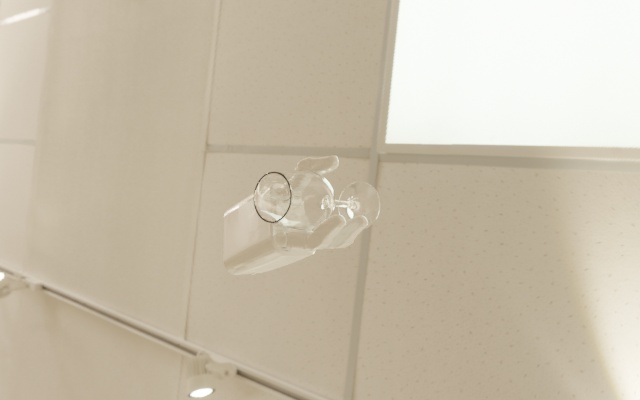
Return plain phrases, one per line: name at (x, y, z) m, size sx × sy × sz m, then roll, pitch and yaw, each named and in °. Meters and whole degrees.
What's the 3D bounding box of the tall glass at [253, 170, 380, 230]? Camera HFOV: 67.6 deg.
tall glass at (0.001, 0.002, 0.650) m, size 0.079 × 0.079 × 0.201 m, roll 0°, pitch -4°, yaw 36°
